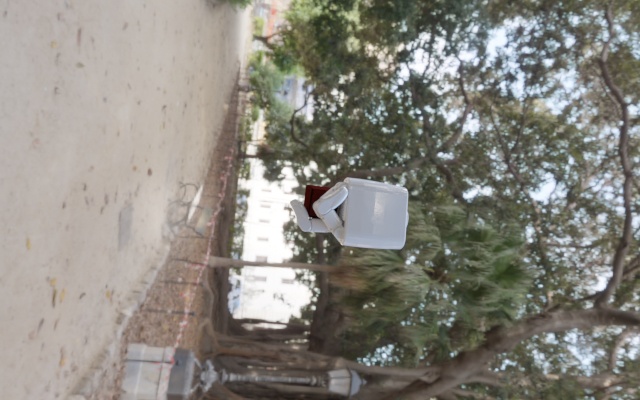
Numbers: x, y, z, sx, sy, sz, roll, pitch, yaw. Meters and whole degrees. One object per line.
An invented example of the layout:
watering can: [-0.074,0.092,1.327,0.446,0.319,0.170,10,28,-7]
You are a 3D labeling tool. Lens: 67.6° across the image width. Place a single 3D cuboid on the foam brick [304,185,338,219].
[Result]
foam brick: [0.000,0.003,0.864,0.051,0.053,0.078,7,6,-9]
